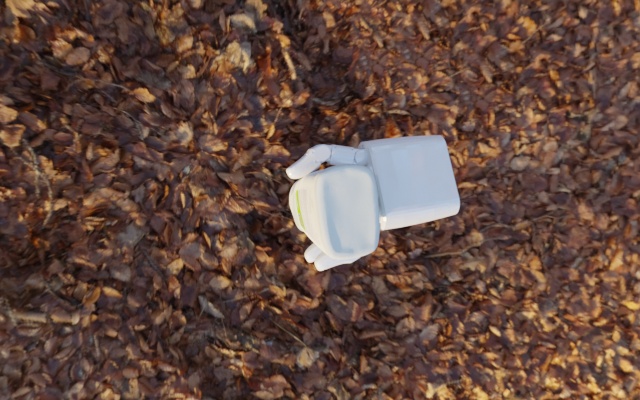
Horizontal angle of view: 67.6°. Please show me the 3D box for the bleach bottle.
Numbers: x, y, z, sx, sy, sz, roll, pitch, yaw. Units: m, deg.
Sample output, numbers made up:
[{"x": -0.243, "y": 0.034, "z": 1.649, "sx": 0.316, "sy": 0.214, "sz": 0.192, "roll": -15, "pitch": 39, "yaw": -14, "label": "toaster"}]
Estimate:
[{"x": 0.000, "y": 0.002, "z": 0.608, "sx": 0.068, "sy": 0.102, "sz": 0.251, "roll": -8, "pitch": 8, "yaw": -13, "label": "bleach bottle"}]
